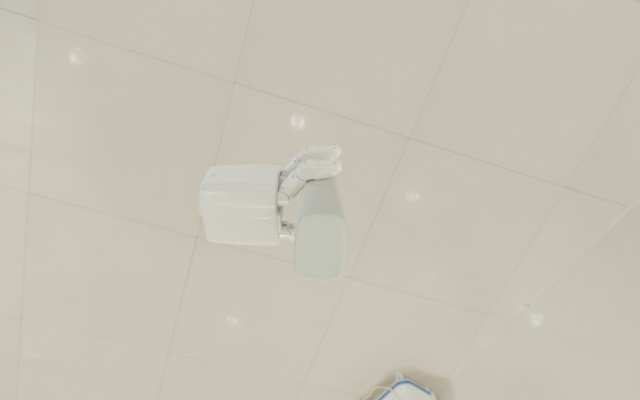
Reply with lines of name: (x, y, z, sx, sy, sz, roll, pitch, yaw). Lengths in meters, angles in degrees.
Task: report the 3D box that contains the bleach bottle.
bleach bottle: (0.000, 0.002, 0.692, 0.068, 0.103, 0.250, 2, 27, -1)
